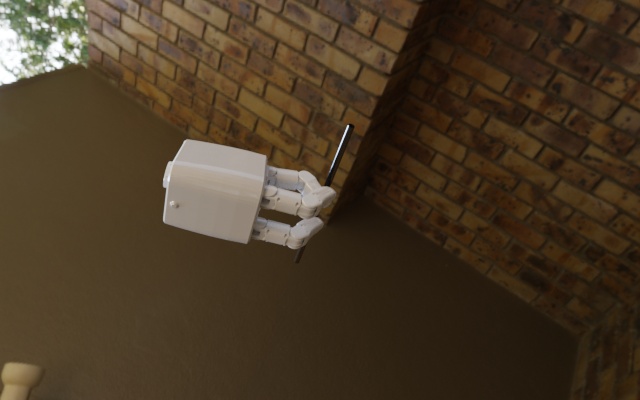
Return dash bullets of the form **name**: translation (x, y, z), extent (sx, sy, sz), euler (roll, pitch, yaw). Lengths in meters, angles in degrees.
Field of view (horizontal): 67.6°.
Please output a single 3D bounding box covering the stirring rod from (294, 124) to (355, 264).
- **stirring rod**: translation (0.000, 0.002, 0.613), extent (0.011, 0.240, 0.011), euler (13, 41, -11)
